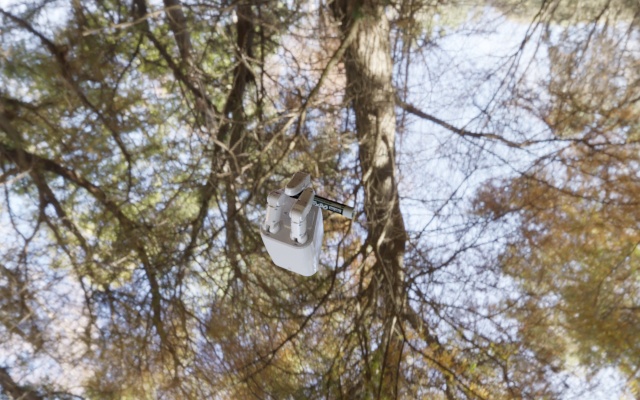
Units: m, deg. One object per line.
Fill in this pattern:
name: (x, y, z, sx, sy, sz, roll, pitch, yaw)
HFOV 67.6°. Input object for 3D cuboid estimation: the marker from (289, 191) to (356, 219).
marker: (0.000, 0.003, 0.792, 0.121, 0.020, 0.020, 19, 7, 20)
